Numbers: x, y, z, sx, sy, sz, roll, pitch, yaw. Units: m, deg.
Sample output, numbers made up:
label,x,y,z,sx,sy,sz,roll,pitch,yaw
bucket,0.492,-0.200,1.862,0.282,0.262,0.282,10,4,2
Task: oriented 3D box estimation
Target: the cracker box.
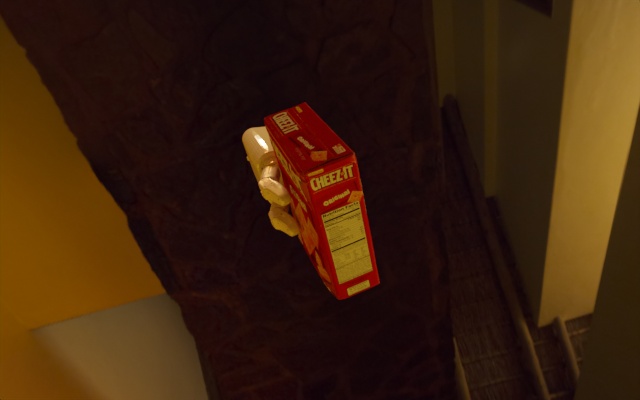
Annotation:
label,x,y,z,sx,sy,sz,roll,pitch,yaw
cracker box,0.000,0.002,0.637,0.072,0.214,0.164,-23,37,-10
